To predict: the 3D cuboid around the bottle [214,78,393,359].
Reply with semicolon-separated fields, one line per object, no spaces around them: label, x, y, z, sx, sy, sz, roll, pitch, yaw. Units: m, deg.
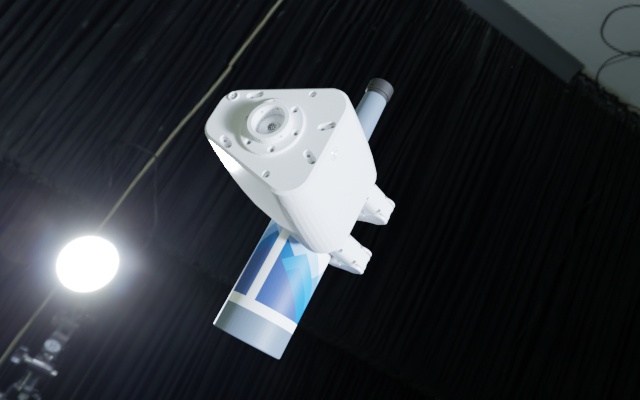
bottle;0.000;0.002;0.467;0.069;0.295;0.069;25;-18;9
